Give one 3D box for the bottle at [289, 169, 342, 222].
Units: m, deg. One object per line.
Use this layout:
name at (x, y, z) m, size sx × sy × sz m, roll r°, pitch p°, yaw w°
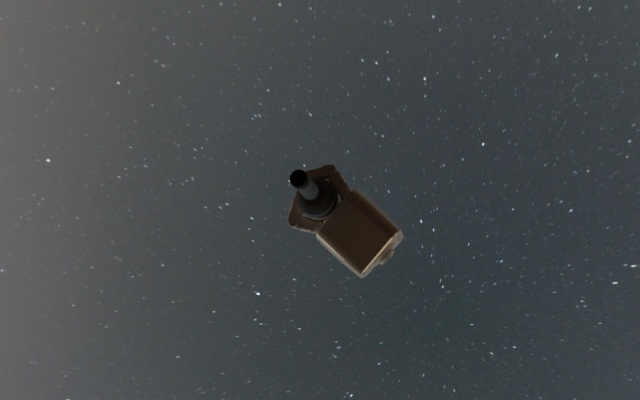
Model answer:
bottle at (0.000, 0.003, 0.833) m, size 0.069 × 0.069 × 0.296 m, roll 0°, pitch -14°, yaw 13°
